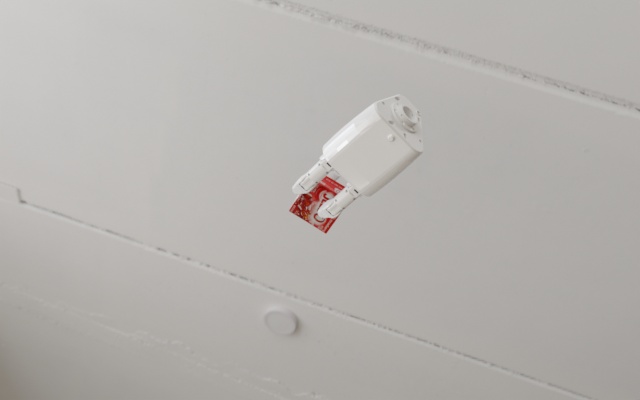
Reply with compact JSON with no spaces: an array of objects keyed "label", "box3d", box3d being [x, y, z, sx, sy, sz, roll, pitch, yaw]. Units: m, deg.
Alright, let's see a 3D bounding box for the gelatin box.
[{"label":"gelatin box","box3d":[0.000,0.002,0.762,0.073,0.089,0.030,32,43,-3]}]
